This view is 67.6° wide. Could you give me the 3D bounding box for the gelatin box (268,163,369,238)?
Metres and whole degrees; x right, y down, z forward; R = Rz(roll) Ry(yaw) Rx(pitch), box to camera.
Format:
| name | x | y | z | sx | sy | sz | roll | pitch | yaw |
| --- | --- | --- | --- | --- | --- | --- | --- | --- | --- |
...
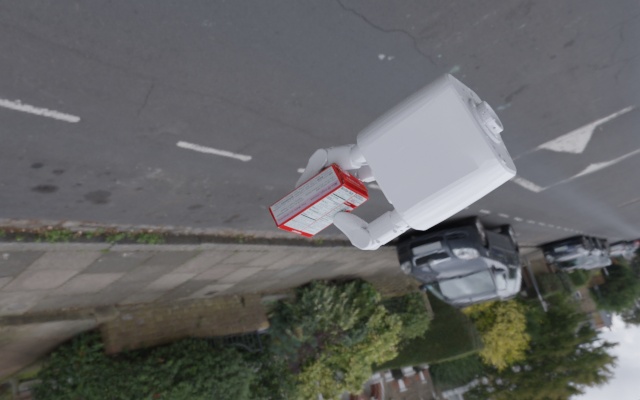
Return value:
| name | x | y | z | sx | sy | sz | roll | pitch | yaw |
| --- | --- | --- | --- | --- | --- | --- | --- | --- | --- |
| gelatin box | 0.000 | 0.002 | 0.518 | 0.089 | 0.030 | 0.073 | -34 | -24 | 16 |
